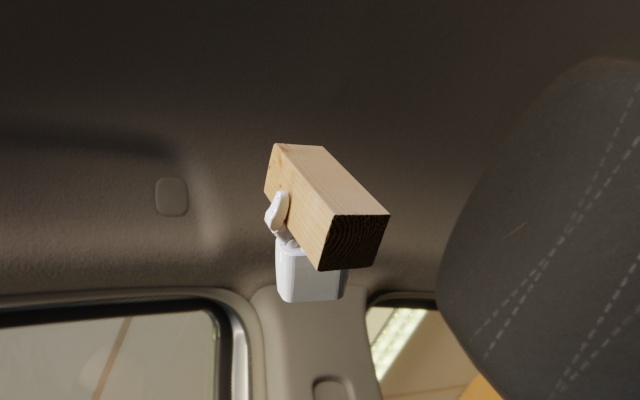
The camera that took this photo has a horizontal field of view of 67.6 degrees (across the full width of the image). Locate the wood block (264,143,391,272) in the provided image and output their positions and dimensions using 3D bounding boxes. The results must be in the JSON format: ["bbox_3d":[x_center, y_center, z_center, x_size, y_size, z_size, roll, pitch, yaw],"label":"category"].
[{"bbox_3d":[0.000,0.003,0.694,0.091,0.090,0.206,-1,31,-30],"label":"wood block"}]
